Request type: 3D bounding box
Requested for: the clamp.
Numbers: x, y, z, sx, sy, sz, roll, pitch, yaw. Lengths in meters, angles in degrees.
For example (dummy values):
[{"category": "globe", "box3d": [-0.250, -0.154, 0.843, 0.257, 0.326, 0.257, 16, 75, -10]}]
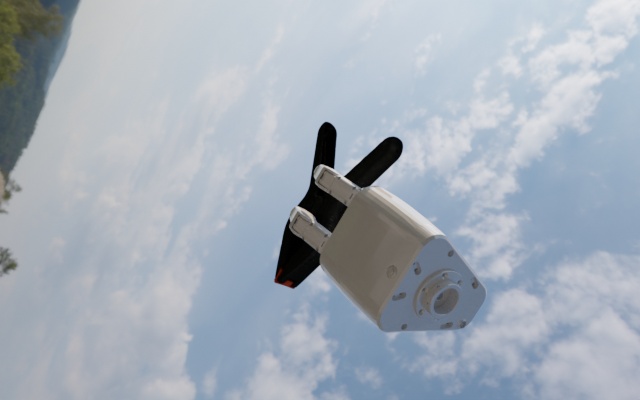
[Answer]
[{"category": "clamp", "box3d": [0.001, 0.003, 0.562, 0.036, 0.210, 0.164, 25, 9, -29]}]
